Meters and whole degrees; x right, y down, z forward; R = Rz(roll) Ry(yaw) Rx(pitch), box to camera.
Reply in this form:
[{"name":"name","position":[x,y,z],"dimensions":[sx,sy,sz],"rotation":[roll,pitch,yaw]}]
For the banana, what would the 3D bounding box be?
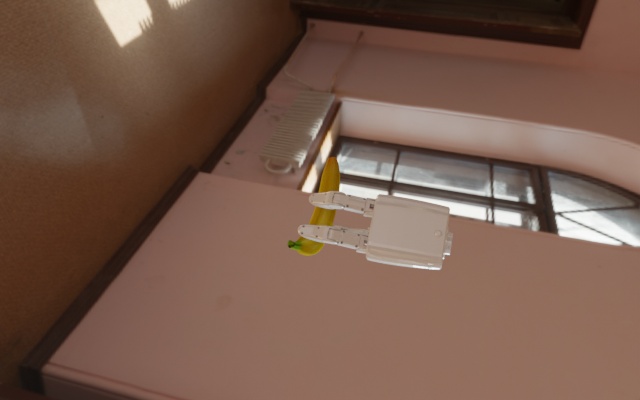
[{"name":"banana","position":[0.002,0.018,0.758],"dimensions":[0.037,0.197,0.070],"rotation":[8,-42,17]}]
